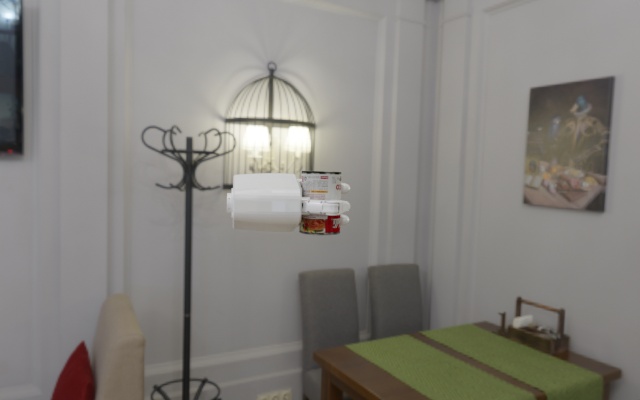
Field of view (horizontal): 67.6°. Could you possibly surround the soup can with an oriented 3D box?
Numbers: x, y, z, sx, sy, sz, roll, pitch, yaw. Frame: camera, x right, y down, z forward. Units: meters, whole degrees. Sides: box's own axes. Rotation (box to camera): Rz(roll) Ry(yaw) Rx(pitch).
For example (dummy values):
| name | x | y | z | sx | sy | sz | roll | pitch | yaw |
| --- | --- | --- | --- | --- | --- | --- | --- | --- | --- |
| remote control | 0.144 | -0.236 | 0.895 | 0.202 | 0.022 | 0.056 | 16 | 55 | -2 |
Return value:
| name | x | y | z | sx | sy | sz | roll | pitch | yaw |
| --- | --- | --- | --- | --- | --- | --- | --- | --- | --- |
| soup can | 0.001 | 0.002 | 0.787 | 0.068 | 0.102 | 0.068 | 2 | 4 | 0 |
